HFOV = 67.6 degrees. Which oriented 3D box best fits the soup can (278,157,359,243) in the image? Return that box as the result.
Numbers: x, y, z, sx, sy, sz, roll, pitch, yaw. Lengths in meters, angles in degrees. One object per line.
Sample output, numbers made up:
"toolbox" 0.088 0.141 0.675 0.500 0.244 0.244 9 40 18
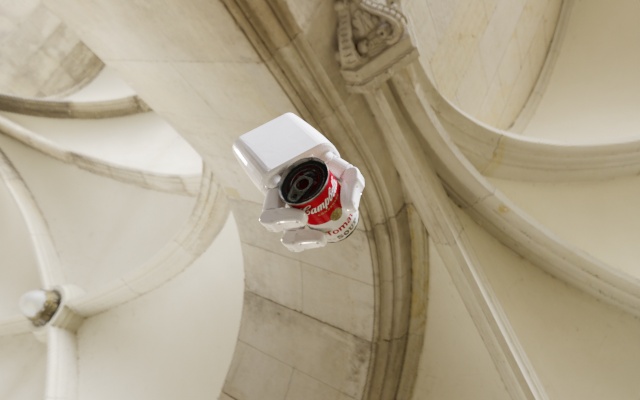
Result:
"soup can" 0.001 0.002 0.604 0.068 0.068 0.102 0 -32 30
